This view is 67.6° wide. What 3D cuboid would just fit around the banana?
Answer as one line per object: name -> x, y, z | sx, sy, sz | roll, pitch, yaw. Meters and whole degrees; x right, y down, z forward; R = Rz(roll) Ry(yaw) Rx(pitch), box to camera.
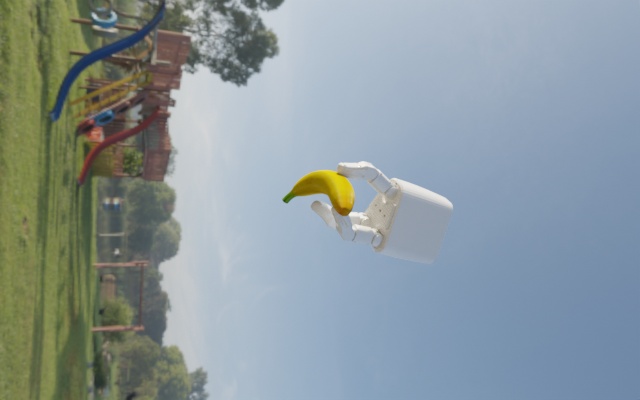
banana -> 0.007, -0.014, 0.713 | 0.037, 0.069, 0.198 | 32, -11, -25
